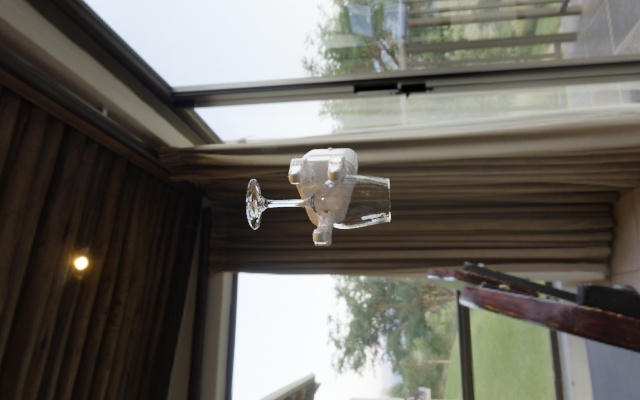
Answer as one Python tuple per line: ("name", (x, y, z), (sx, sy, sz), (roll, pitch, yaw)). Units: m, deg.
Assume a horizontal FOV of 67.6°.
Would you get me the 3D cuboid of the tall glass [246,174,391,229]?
("tall glass", (-0.001, 0.002, 0.691), (0.201, 0.079, 0.079), (-2, 0, 9))
